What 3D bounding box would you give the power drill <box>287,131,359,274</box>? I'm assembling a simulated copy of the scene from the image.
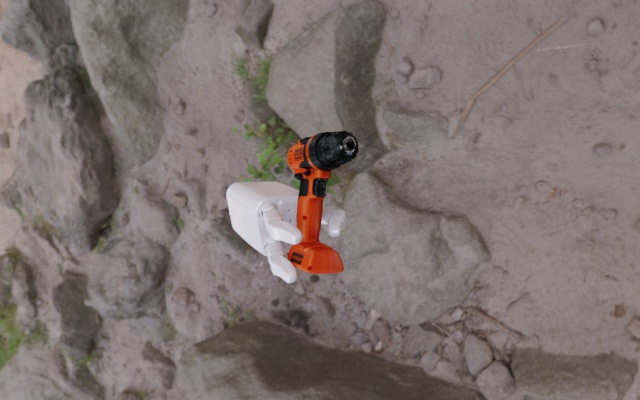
[{"bbox_3d":[0.000,0.003,0.653,0.057,0.187,0.184,3,-1,-20],"label":"power drill"}]
